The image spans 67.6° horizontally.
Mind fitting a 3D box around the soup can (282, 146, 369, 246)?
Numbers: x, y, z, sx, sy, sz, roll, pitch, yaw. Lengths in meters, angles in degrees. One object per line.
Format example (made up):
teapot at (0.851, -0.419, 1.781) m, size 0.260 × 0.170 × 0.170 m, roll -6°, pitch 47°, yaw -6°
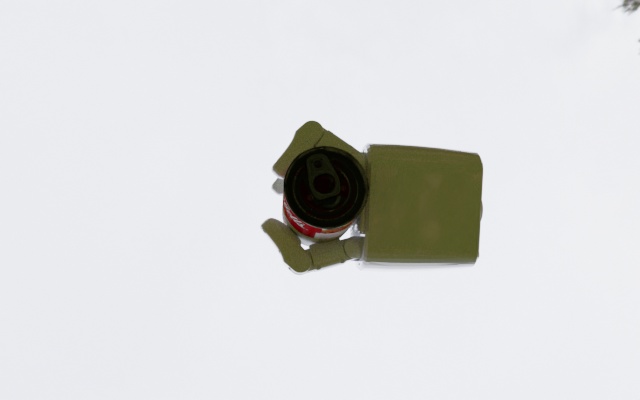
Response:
soup can at (0.000, 0.002, 0.423) m, size 0.068 × 0.068 × 0.102 m, roll 0°, pitch -14°, yaw -6°
